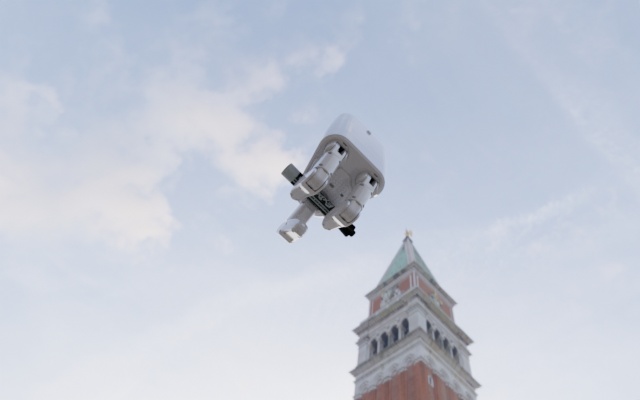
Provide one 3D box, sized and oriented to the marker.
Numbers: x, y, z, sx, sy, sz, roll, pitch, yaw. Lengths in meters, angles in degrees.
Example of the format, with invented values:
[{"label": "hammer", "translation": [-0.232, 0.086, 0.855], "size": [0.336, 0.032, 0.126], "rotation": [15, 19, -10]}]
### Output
[{"label": "marker", "translation": [0.000, 0.002, 0.594], "size": [0.121, 0.020, 0.020], "rotation": [44, -12, -13]}]
